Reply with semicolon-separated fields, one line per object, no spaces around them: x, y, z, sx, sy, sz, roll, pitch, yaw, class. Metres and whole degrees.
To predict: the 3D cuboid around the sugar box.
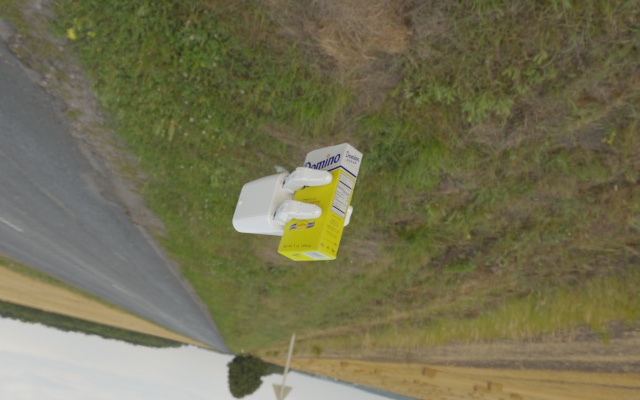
0.000;0.002;0.728;0.093;0.176;0.048;-8;-29;45;sugar box
